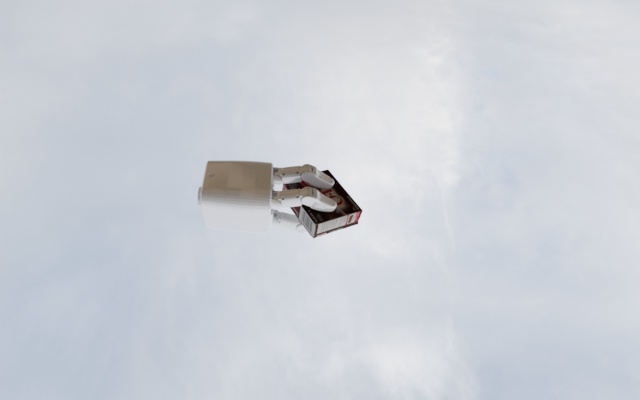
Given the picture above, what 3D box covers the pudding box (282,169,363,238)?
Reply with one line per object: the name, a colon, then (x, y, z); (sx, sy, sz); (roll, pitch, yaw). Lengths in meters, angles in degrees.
pudding box: (0.000, 0.003, 0.783); (0.090, 0.039, 0.113); (-17, 51, -27)
